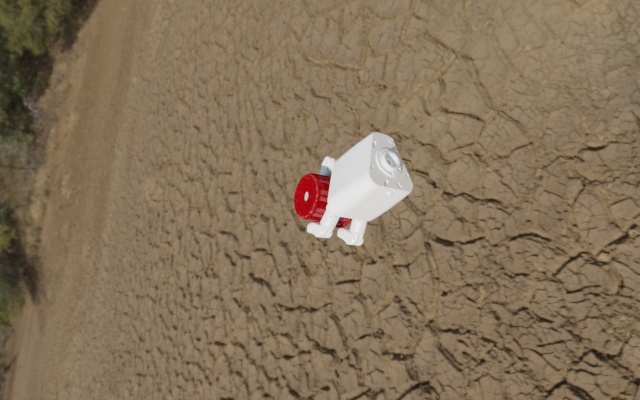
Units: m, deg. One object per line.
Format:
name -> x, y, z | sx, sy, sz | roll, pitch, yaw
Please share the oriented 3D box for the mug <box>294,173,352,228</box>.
mug -> -0.001, 0.003, 0.850 | 0.081, 0.093, 0.117 | 10, -31, -32
